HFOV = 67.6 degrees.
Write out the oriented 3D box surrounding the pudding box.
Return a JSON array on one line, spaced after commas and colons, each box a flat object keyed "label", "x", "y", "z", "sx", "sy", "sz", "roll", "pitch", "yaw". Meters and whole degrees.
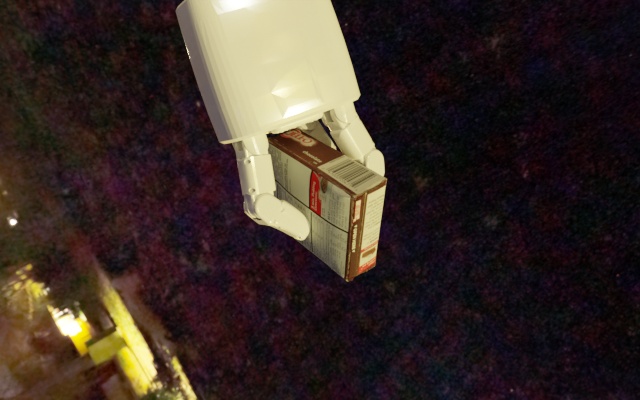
[{"label": "pudding box", "x": 0.000, "y": 0.001, "z": 0.408, "sx": 0.039, "sy": 0.090, "sz": 0.113, "roll": -25, "pitch": 43, "yaw": -32}]
